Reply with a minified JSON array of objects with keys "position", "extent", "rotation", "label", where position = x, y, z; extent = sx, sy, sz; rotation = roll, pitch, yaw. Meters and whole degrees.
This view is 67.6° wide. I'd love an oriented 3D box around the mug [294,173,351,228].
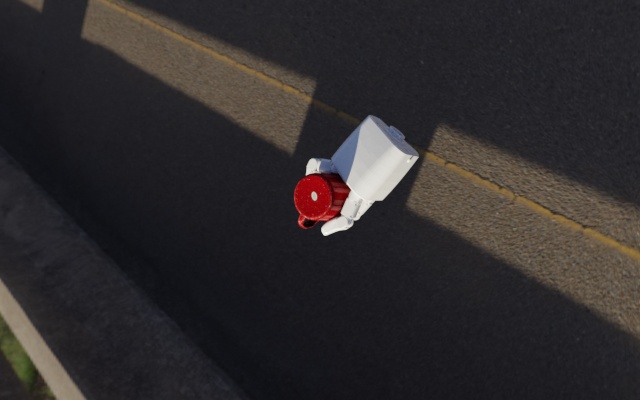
[{"position":[-0.001,0.004,0.849],"extent":[0.093,0.117,0.081],"rotation":[48,22,24],"label":"mug"}]
